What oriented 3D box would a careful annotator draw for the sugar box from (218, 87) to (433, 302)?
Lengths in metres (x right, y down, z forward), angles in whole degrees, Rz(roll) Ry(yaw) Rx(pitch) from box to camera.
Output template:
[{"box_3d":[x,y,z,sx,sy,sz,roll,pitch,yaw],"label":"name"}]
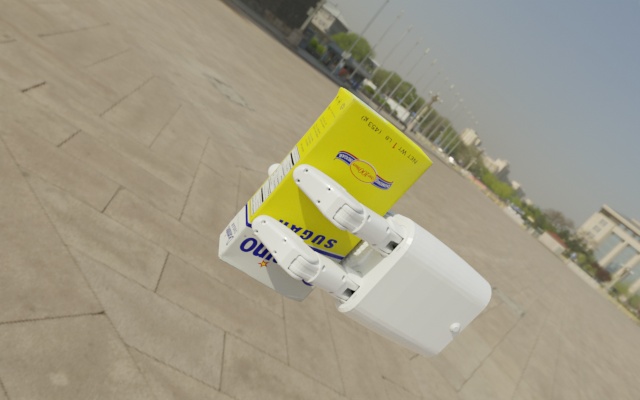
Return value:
[{"box_3d":[0.000,0.002,0.411,0.093,0.176,0.048,34,15,-23],"label":"sugar box"}]
